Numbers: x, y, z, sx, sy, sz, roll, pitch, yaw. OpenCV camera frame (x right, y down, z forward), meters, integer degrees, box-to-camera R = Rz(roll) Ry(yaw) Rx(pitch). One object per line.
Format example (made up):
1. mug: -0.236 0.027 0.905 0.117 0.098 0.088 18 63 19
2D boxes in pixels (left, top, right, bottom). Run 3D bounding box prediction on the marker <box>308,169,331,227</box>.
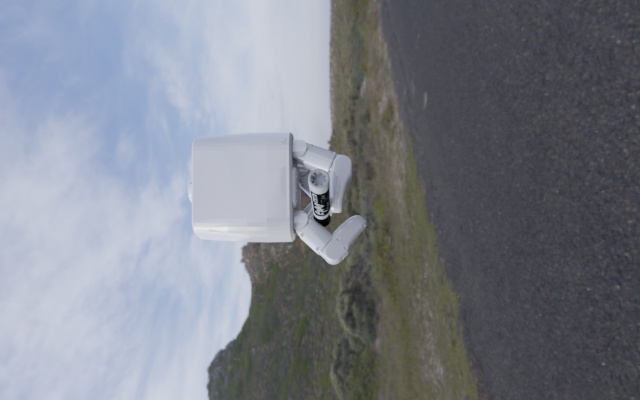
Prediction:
1. marker: 0.000 0.002 0.466 0.020 0.020 0.121 0 -20 2
